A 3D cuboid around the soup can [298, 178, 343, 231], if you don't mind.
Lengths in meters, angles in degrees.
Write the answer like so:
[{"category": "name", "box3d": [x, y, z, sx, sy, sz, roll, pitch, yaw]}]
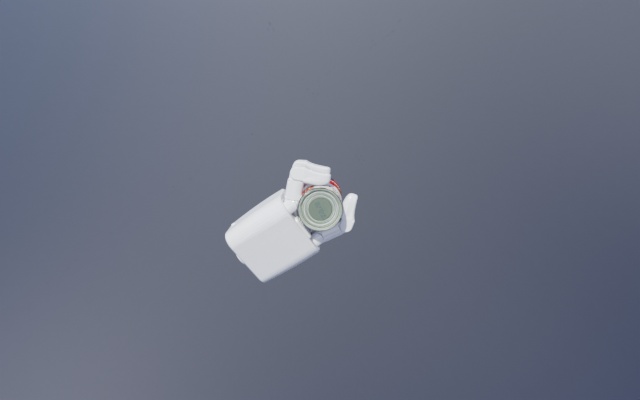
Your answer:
[{"category": "soup can", "box3d": [0.001, 0.002, 0.743, 0.068, 0.068, 0.102, 0, 13, 1]}]
